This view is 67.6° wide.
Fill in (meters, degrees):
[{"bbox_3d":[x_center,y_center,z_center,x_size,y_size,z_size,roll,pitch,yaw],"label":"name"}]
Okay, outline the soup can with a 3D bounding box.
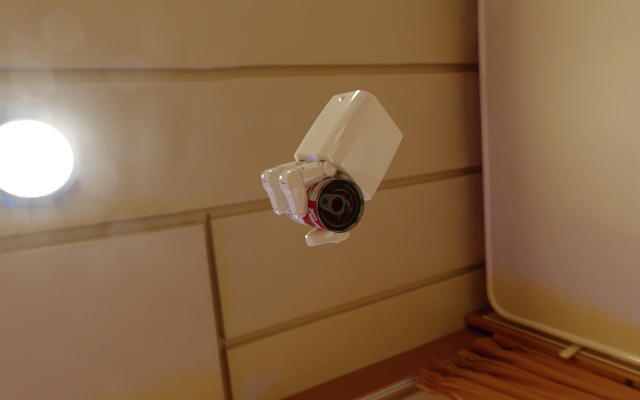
[{"bbox_3d":[0.000,0.002,0.620,0.068,0.068,0.102,0,5,-30],"label":"soup can"}]
